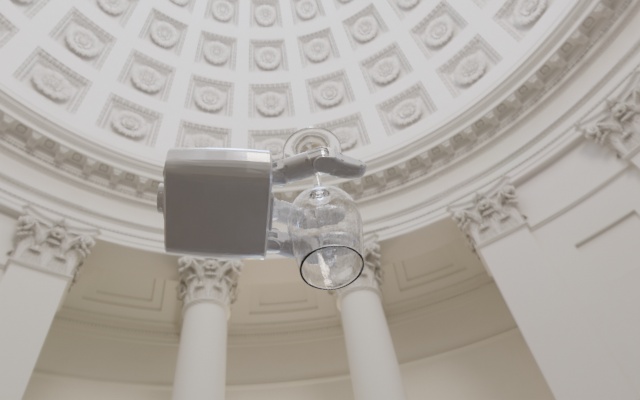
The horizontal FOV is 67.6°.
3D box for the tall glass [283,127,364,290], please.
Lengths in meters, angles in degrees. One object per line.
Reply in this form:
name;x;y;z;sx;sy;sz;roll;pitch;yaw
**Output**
tall glass;0.000;0.001;0.525;0.079;0.079;0.200;0;39;-8
